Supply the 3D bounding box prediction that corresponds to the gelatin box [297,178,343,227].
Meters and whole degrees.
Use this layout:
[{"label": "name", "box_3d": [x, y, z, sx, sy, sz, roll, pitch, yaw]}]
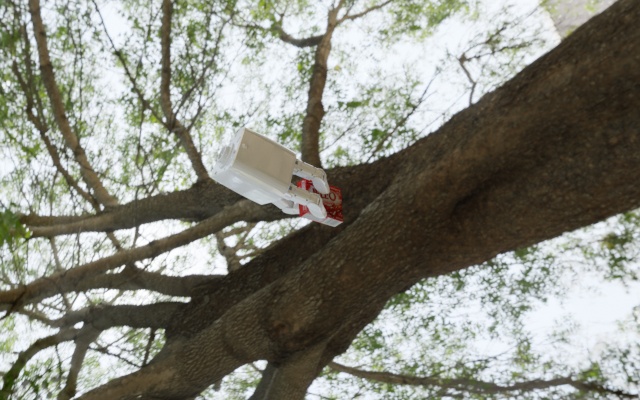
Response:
[{"label": "gelatin box", "box_3d": [0.000, 0.003, 0.900, 0.089, 0.073, 0.030, 18, -34, -35]}]
